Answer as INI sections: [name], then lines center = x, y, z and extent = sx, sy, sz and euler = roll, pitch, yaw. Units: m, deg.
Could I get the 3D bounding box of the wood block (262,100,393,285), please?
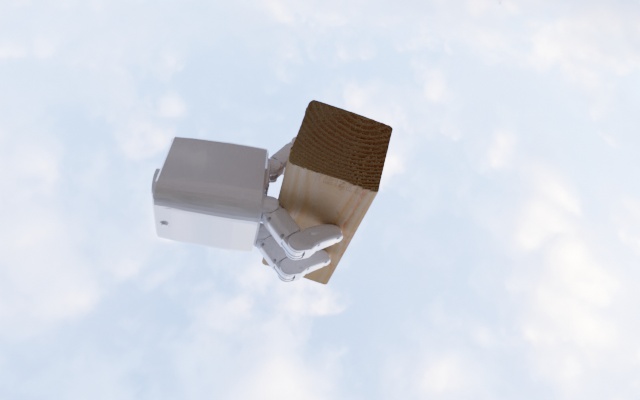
[wood block]
center = 0.000, 0.001, 0.536
extent = 0.090, 0.090, 0.206
euler = 18, -36, -2
